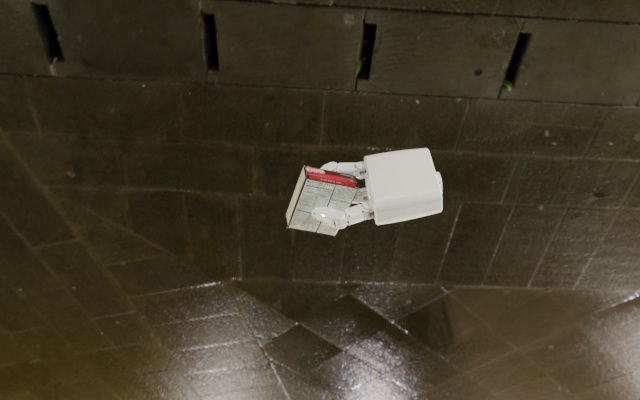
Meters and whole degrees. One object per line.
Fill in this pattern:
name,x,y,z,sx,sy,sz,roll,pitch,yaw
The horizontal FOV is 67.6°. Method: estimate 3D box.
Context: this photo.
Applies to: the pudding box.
pudding box,0.000,0.003,0.780,0.090,0.114,0.039,11,36,-15
